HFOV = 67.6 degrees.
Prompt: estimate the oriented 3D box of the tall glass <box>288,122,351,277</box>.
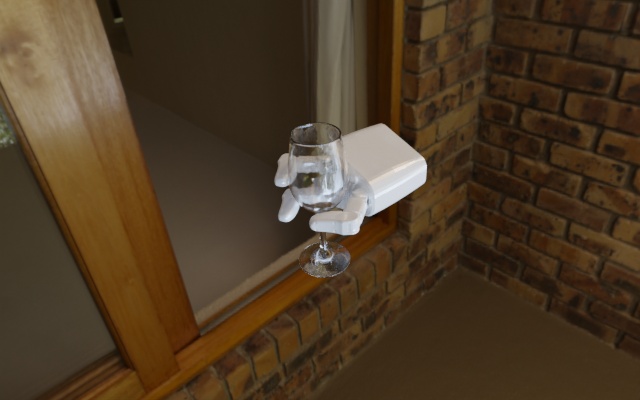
[{"bbox_3d":[0.000,0.003,0.623,0.079,0.201,0.079,-3,35,2],"label":"tall glass"}]
